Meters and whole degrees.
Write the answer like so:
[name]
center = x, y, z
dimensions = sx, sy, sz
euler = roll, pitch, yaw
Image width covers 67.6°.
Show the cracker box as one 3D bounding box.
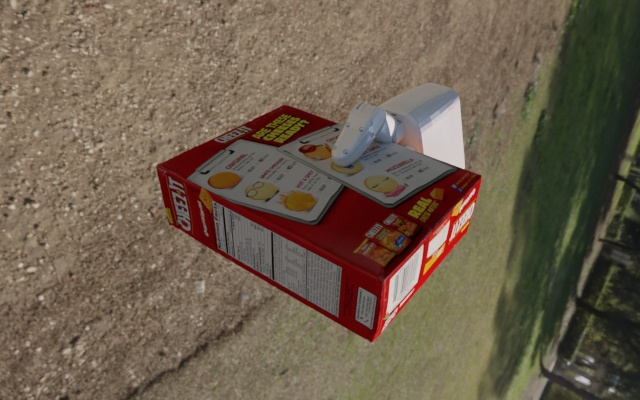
[cracker box]
center = 0.000, 0.001, 0.403
dimensions = 0.213, 0.072, 0.164
euler = 24, 39, 28
